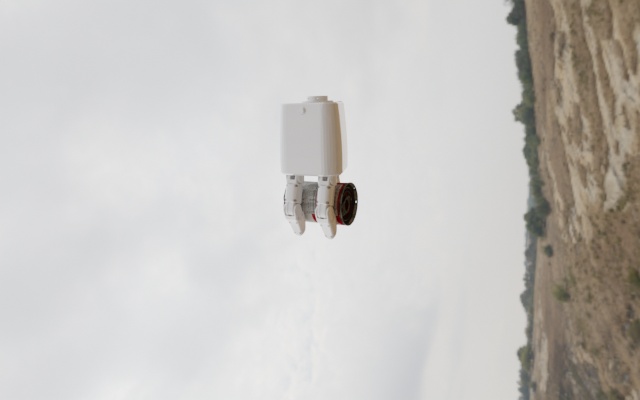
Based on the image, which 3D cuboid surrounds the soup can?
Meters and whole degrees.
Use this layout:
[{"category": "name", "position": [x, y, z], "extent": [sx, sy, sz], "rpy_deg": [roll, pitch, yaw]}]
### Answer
[{"category": "soup can", "position": [0.000, 0.003, 0.759], "extent": [0.102, 0.068, 0.068], "rpy_deg": [4, 2, 26]}]
